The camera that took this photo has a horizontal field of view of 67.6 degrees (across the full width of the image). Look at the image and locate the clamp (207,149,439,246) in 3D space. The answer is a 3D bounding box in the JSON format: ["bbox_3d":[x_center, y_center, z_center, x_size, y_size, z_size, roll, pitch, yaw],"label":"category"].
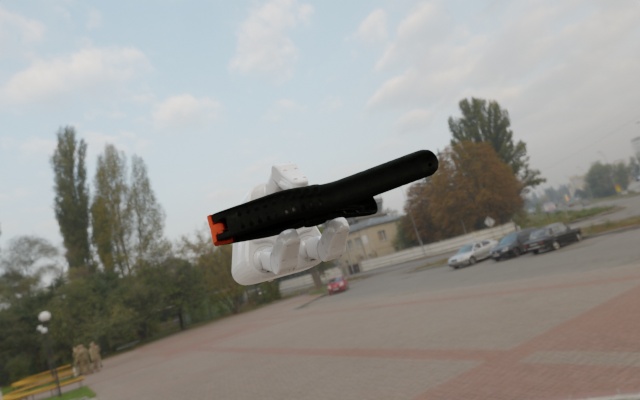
[{"bbox_3d":[-0.001,0.001,0.460,0.210,0.036,0.164,-12,-13,-25],"label":"clamp"}]
